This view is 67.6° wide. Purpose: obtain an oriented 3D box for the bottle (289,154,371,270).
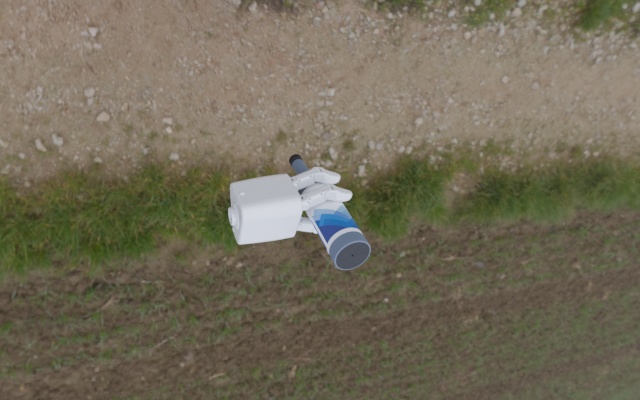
[{"bbox_3d":[0.000,0.003,0.895,0.069,0.069,0.295,0,37,-27],"label":"bottle"}]
